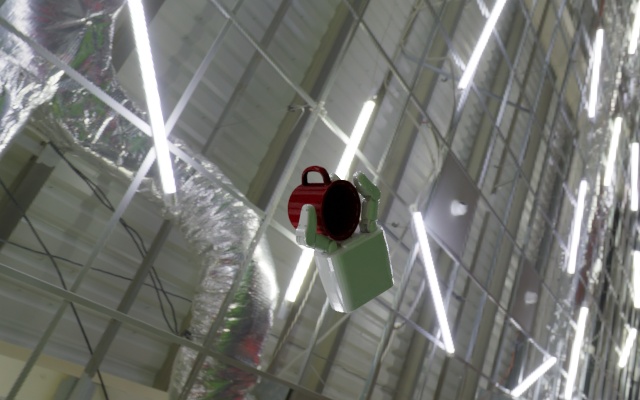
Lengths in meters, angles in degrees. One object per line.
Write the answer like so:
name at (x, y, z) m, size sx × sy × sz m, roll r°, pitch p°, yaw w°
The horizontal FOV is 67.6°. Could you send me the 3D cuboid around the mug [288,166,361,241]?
mug at (0.000, 0.001, 0.739) m, size 0.081 × 0.117 × 0.093 m, roll 3°, pitch 27°, yaw 43°
